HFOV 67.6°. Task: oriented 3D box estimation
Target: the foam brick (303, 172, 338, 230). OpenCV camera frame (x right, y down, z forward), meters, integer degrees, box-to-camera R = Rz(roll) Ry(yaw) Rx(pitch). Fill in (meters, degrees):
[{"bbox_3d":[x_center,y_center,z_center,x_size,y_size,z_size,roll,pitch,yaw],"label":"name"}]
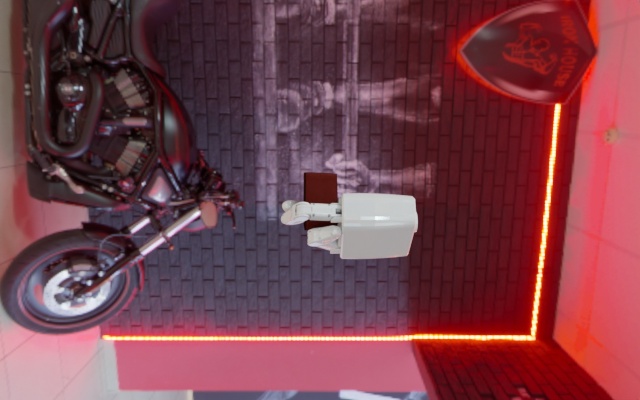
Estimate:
[{"bbox_3d":[0.000,0.002,0.729,0.051,0.078,0.053,0,-21,0],"label":"foam brick"}]
